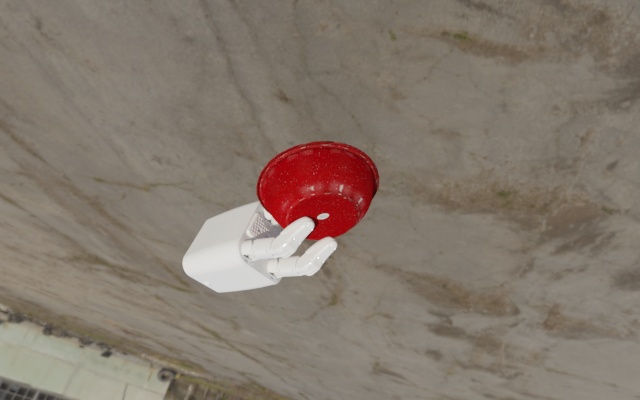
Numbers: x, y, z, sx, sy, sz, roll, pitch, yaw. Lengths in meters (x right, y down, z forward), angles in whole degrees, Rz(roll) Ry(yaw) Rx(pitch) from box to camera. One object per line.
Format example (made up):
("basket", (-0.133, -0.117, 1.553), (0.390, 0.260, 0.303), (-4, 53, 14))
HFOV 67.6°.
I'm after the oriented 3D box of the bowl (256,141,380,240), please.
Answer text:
("bowl", (0.001, 0.002, 0.608), (0.162, 0.055, 0.162), (-5, -41, -4))
